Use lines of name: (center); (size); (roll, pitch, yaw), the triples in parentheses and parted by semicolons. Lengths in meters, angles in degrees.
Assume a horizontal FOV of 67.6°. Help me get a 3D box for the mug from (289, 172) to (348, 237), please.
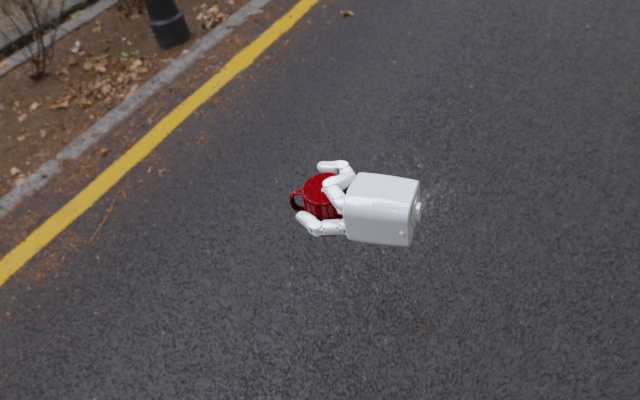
mug: (-0.001, 0.002, 0.863); (0.117, 0.093, 0.082); (6, -41, 17)
